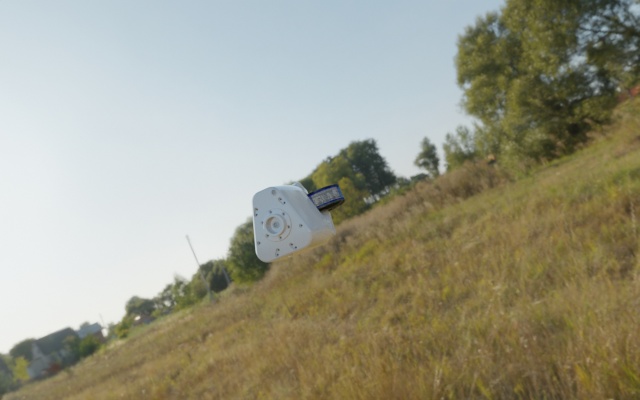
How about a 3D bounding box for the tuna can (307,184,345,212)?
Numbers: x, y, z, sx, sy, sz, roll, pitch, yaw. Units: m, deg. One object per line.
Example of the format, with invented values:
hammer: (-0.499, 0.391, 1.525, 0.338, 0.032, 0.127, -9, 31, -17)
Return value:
tuna can: (0.000, 0.002, 0.871, 0.086, 0.033, 0.086, -23, -9, -4)
